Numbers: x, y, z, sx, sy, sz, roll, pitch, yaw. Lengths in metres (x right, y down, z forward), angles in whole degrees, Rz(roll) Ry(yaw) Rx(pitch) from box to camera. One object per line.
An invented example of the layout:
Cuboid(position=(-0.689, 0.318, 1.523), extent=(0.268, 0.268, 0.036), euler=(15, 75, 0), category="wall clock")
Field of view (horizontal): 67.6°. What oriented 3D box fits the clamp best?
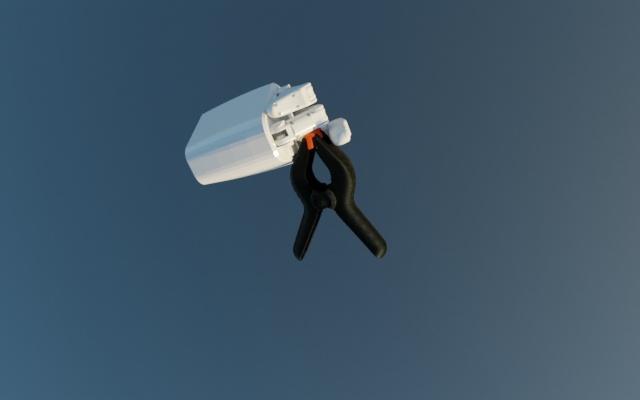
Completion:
Cuboid(position=(0.000, 0.002, 0.572), extent=(0.120, 0.171, 0.039), euler=(-15, 15, 19), category="clamp")
